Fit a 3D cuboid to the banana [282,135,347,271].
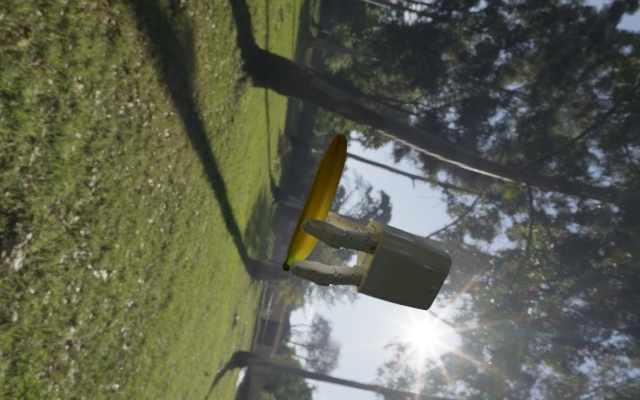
[{"bbox_3d":[-0.003,0.005,0.668,0.037,0.198,0.069,21,-2,-4],"label":"banana"}]
